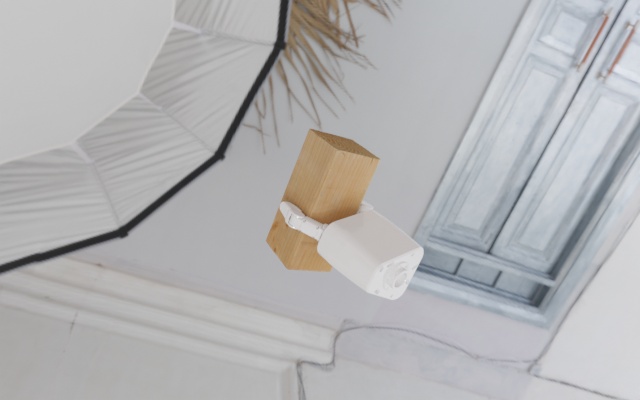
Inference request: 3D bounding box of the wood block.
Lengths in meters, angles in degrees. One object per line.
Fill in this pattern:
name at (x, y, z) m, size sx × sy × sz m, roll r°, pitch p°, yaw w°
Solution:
wood block at (0.000, 0.003, 0.766) m, size 0.091 × 0.206 × 0.090 m, roll 9°, pitch 22°, yaw -36°
